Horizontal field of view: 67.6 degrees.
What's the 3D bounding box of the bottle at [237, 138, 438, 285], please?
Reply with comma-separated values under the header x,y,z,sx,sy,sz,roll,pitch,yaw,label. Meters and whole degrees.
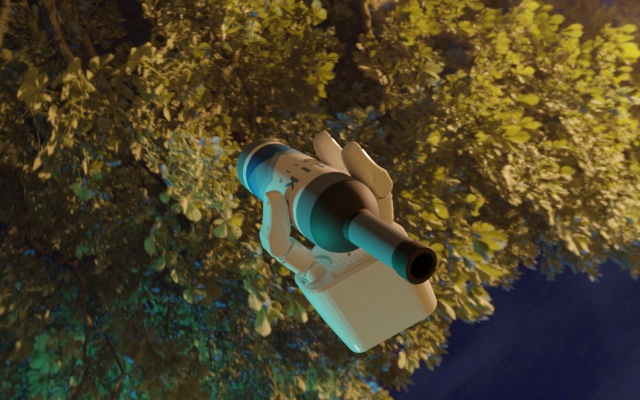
x,y,z,sx,sy,sz,roll,pitch,yaw,label
0.000,0.001,0.440,0.069,0.069,0.295,0,17,-29,bottle
